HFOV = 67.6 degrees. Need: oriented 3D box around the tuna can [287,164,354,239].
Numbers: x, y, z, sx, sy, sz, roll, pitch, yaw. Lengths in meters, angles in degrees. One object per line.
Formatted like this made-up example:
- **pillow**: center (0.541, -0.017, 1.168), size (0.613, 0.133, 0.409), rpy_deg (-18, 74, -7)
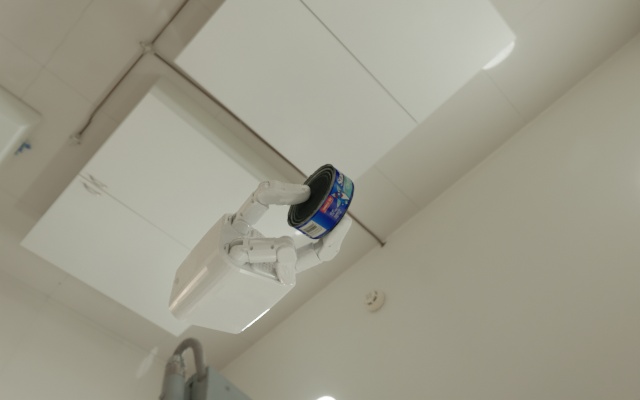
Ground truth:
- **tuna can**: center (0.001, 0.002, 0.555), size (0.034, 0.086, 0.086), rpy_deg (34, -14, -21)
